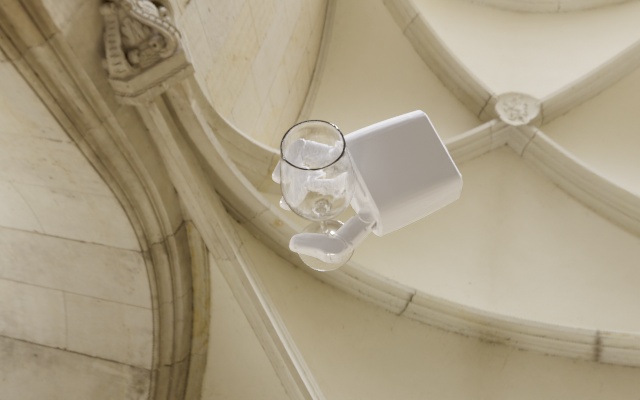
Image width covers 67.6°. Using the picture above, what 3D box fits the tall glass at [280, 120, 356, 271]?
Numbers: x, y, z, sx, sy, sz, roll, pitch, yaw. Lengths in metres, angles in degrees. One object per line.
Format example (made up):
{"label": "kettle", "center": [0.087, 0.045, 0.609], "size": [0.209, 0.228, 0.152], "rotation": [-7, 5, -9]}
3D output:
{"label": "tall glass", "center": [0.000, 0.002, 0.527], "size": [0.079, 0.079, 0.201], "rotation": [0, -33, 5]}
